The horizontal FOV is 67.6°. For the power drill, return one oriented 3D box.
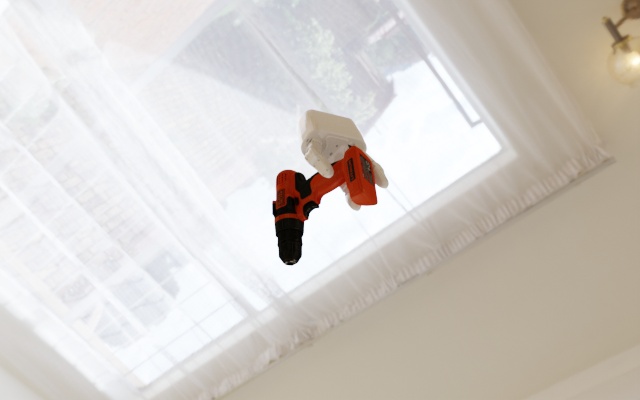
[{"bbox_3d":[0.001,0.002,0.794,0.188,0.184,0.057,-23,-36,26],"label":"power drill"}]
